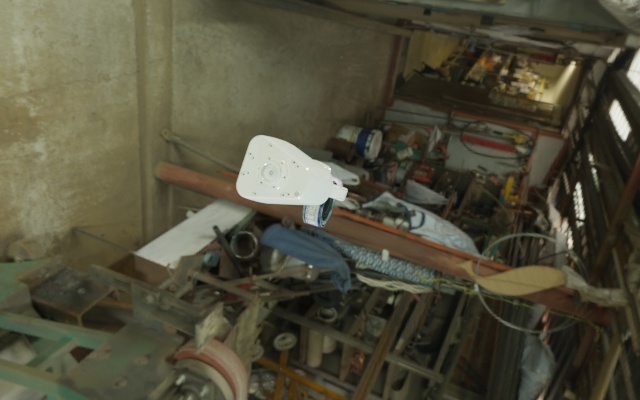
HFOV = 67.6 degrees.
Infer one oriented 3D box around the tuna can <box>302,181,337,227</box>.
[{"bbox_3d":[0.001,0.003,0.832,0.034,0.086,0.086,17,4,14],"label":"tuna can"}]
